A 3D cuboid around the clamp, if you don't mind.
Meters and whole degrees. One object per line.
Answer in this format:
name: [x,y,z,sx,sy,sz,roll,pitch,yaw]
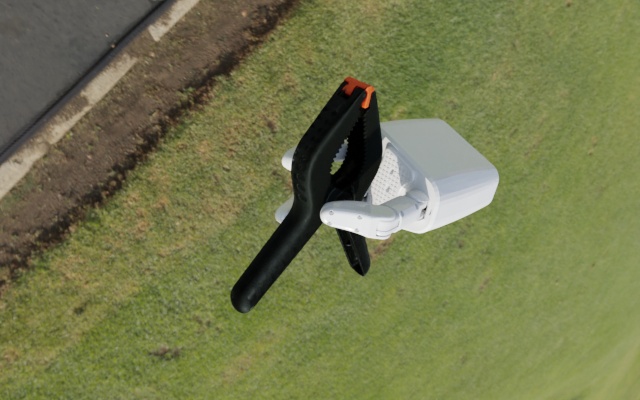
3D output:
clamp: [0.001,0.001,0.412,0.164,0.210,0.036,-16,37,-40]
